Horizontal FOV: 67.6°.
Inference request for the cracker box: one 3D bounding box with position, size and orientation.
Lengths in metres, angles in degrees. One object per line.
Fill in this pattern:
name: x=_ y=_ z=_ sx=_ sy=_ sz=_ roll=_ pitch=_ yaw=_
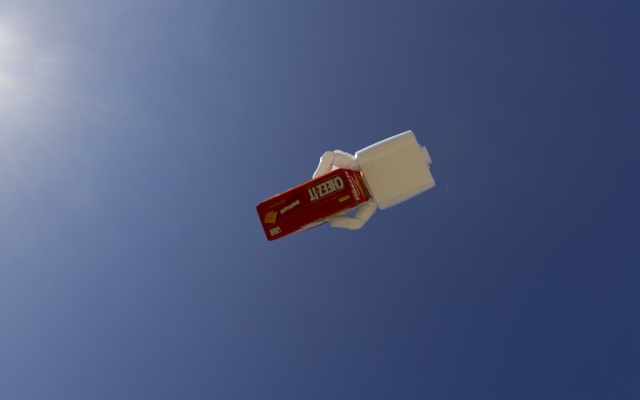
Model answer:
cracker box: x=0.000 y=0.003 z=0.867 sx=0.164 sy=0.072 sz=0.213 roll=-24 pitch=-5 yaw=14
